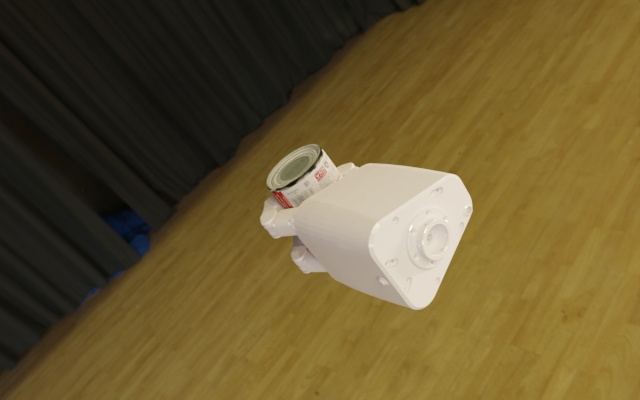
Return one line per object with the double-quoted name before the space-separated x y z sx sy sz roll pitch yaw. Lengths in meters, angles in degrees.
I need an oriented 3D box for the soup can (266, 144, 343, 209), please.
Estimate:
"soup can" 0.000 0.001 0.492 0.068 0.102 0.068 -29 28 17
